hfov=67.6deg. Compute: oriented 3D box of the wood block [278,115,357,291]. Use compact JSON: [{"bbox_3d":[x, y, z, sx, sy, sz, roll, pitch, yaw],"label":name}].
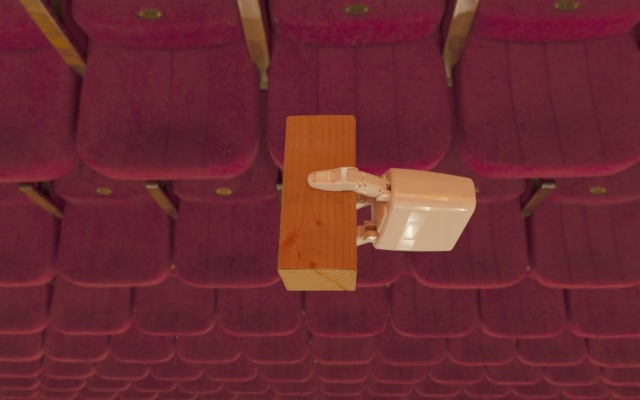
[{"bbox_3d":[0.000,0.002,0.608,0.090,0.206,0.091,0,-25,3],"label":"wood block"}]
